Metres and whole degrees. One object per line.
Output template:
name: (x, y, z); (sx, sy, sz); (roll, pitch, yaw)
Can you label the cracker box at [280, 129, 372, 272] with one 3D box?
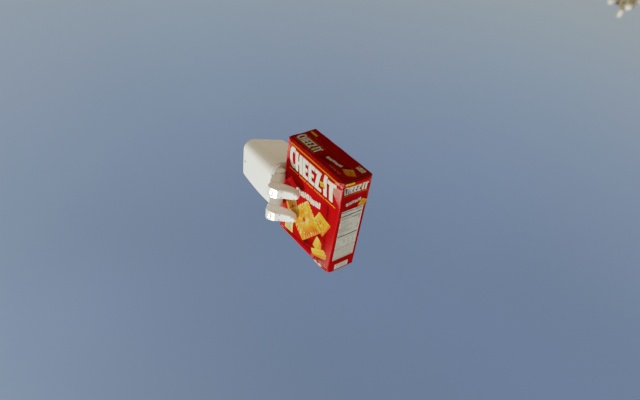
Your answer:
cracker box: (0.000, 0.003, 0.884); (0.072, 0.214, 0.164); (-21, 47, -32)
